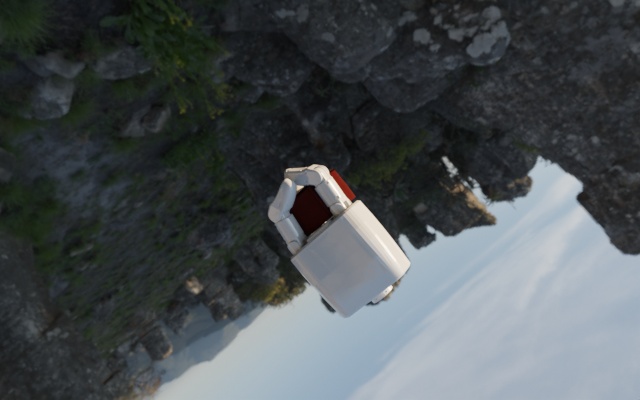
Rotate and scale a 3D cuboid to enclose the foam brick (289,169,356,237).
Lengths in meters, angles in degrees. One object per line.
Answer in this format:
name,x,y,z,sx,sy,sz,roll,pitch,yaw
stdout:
foam brick,0.000,0.002,0.639,0.053,0.051,0.078,-43,-4,37
